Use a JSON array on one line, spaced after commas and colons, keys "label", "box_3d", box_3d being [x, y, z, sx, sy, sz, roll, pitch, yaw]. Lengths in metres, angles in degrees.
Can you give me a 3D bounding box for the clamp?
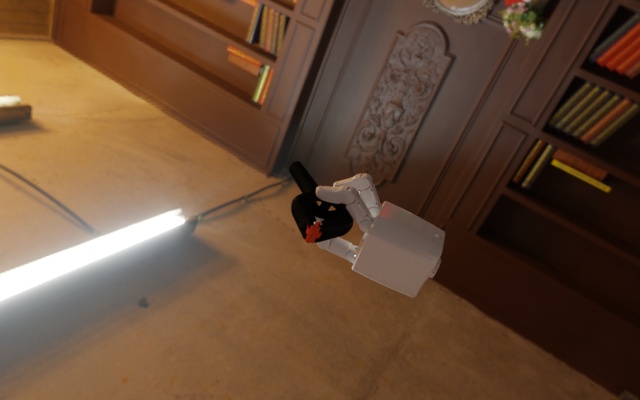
[{"label": "clamp", "box_3d": [0.000, 0.003, 0.730, 0.164, 0.036, 0.210, 26, 25, 8]}]
